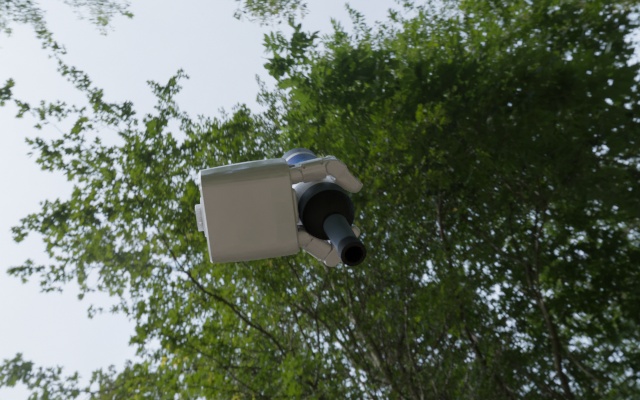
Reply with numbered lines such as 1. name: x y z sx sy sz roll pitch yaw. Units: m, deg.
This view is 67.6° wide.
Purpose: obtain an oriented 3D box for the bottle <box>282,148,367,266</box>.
1. bottle: 0.000 0.002 0.610 0.069 0.069 0.295 0 21 -14
